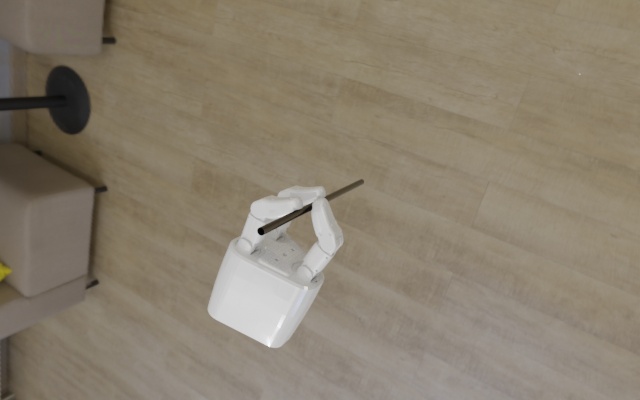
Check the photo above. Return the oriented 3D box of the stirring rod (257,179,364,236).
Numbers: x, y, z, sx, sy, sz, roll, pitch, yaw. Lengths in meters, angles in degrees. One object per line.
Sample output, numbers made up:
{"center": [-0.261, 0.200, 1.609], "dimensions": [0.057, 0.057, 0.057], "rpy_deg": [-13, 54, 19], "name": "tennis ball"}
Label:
{"center": [0.000, 0.002, 0.548], "dimensions": [0.011, 0.011, 0.239], "rpy_deg": [0, 13, 28], "name": "stirring rod"}
